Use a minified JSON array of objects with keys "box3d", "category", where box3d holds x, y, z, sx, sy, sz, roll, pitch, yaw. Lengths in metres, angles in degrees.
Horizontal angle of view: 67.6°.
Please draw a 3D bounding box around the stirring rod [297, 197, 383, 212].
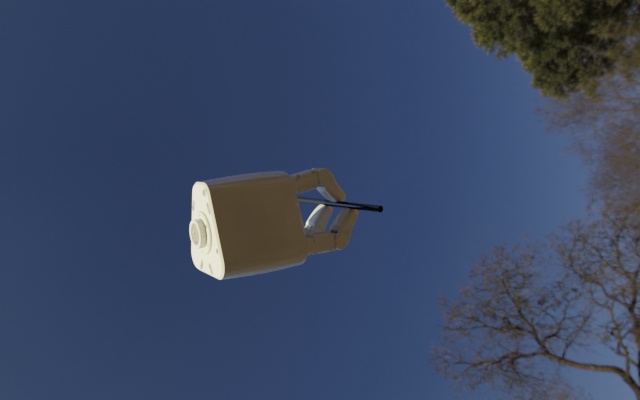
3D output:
[{"box3d":[0.000,0.002,0.650,0.011,0.011,0.239,0,4,-35],"category":"stirring rod"}]
